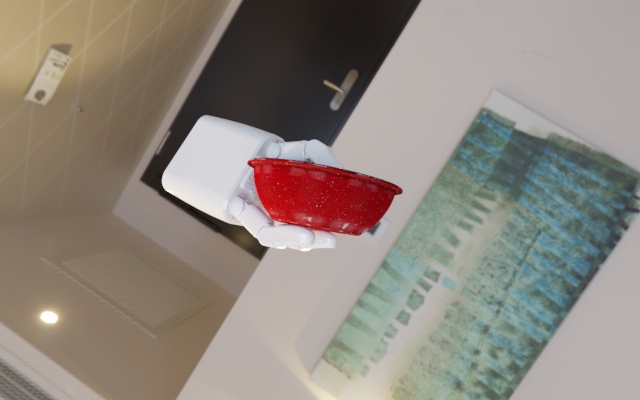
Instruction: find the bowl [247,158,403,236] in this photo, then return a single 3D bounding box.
[{"bbox_3d":[0.001,0.002,0.488,0.162,0.055,0.162,10,-5,1],"label":"bowl"}]
